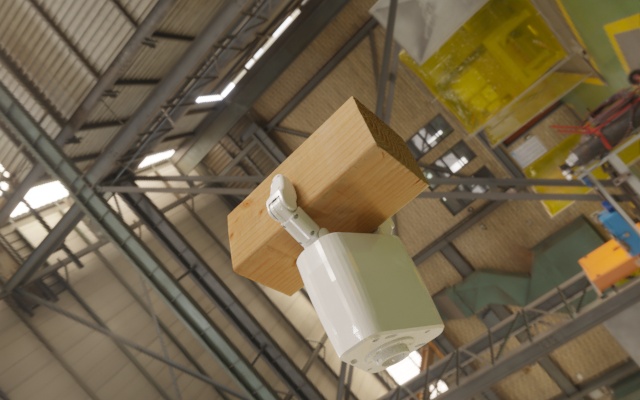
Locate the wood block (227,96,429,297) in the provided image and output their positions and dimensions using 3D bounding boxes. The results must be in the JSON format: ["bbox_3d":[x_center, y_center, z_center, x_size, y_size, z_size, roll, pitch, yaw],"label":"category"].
[{"bbox_3d":[0.000,0.002,0.521,0.206,0.090,0.091,-41,-51,21],"label":"wood block"}]
